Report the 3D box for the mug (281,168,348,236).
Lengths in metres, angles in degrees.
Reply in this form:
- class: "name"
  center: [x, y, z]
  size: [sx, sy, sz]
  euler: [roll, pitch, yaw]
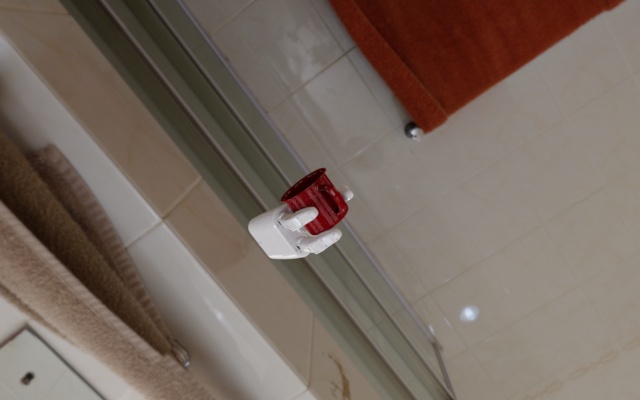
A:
- class: "mug"
  center: [0.001, 0.003, 0.794]
  size: [0.093, 0.081, 0.117]
  euler: [-45, 17, -31]
